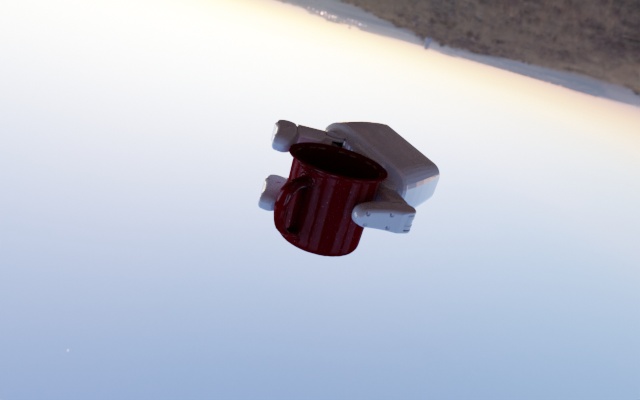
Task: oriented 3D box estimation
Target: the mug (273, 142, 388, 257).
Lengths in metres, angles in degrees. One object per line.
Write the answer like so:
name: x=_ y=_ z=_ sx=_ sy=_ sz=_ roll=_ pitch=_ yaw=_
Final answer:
mug: x=-0.001 y=0.002 z=0.438 sx=0.093 sy=0.081 sz=0.117 roll=27 pitch=24 yaw=27
